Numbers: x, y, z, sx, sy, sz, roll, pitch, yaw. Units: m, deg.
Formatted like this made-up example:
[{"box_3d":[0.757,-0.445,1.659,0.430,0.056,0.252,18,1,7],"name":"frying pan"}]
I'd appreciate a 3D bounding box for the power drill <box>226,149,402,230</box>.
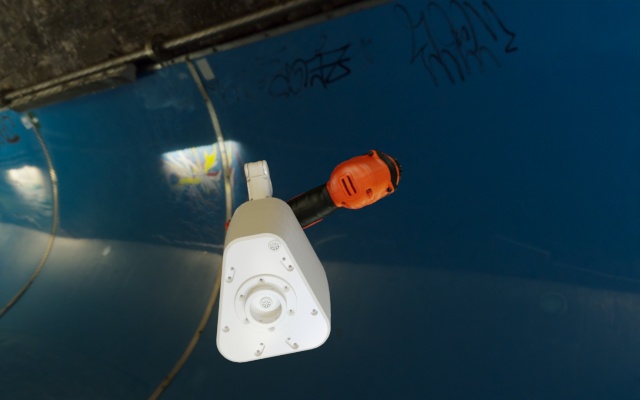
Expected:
[{"box_3d":[0.000,0.002,0.544,0.188,0.057,0.184,-29,-4,21],"name":"power drill"}]
